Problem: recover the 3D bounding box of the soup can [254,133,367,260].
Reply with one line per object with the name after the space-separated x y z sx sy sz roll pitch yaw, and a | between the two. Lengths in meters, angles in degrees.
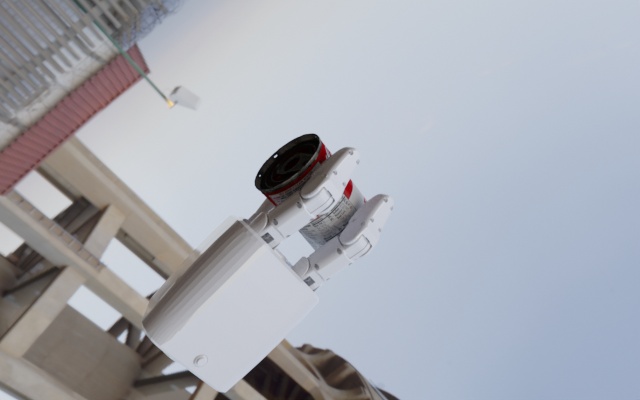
0.001 0.001 0.421 0.068 0.068 0.102 0 -43 50 | soup can
